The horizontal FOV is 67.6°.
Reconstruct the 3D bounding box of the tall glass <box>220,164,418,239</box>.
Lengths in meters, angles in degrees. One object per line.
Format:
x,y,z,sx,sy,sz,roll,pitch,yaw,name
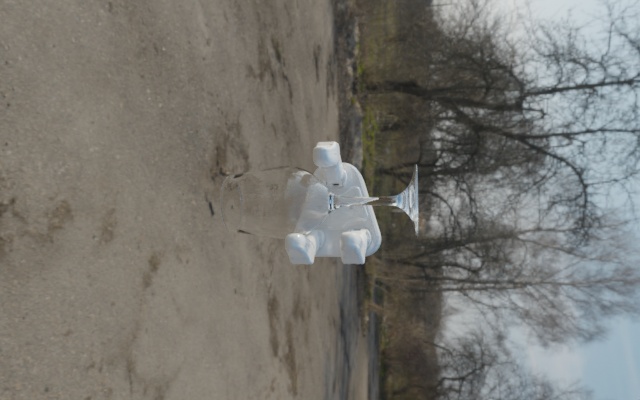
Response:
0.001,0.002,0.502,0.201,0.079,0.079,-1,0,11,tall glass
